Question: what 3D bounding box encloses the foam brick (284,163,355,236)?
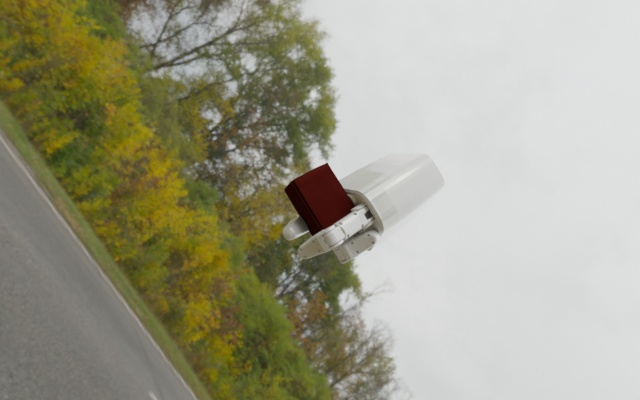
[{"bbox_3d":[0.000,0.002,0.581,0.051,0.078,0.053,-32,1,-17],"label":"foam brick"}]
